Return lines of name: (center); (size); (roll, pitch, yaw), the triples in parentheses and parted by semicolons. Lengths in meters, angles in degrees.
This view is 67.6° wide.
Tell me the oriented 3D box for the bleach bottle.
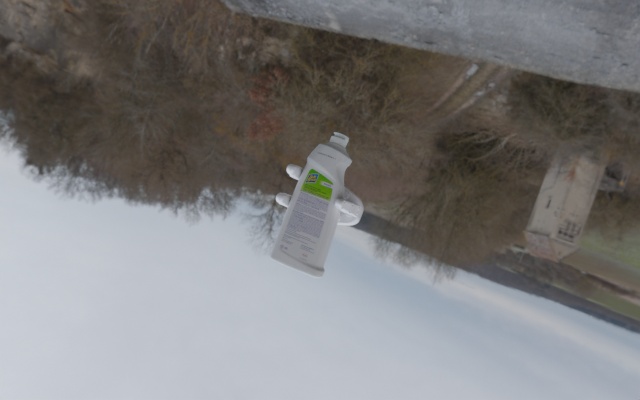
bleach bottle: (0.000, 0.003, 0.850); (0.102, 0.251, 0.068); (21, -1, 9)
